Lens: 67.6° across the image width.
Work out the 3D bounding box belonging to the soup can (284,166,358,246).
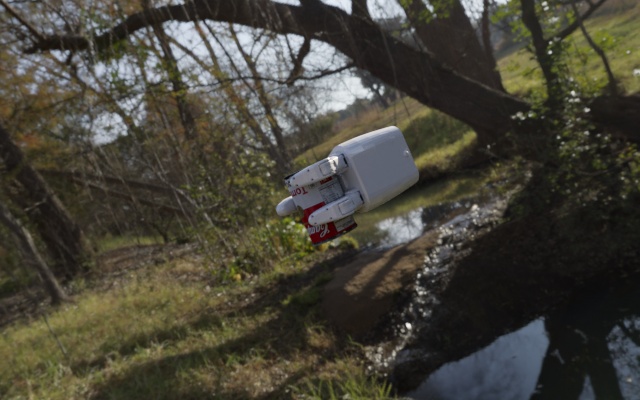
[{"bbox_3d":[0.000,0.002,0.657,0.068,0.102,0.068,-24,3,1],"label":"soup can"}]
